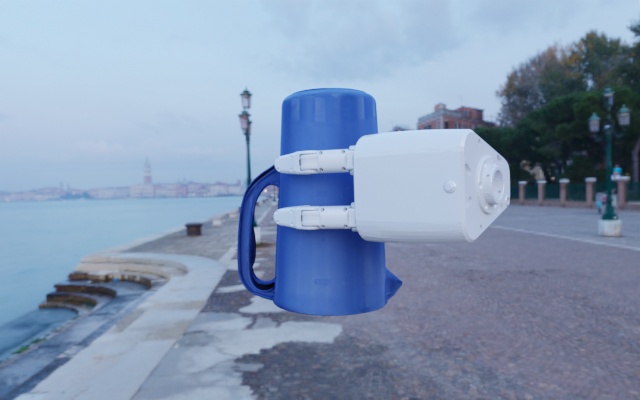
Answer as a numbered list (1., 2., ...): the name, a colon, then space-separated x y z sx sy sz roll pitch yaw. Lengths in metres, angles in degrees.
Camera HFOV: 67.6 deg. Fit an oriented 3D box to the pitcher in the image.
1. pitcher: 0.000 0.002 0.547 0.145 0.243 0.149 1 2 43
